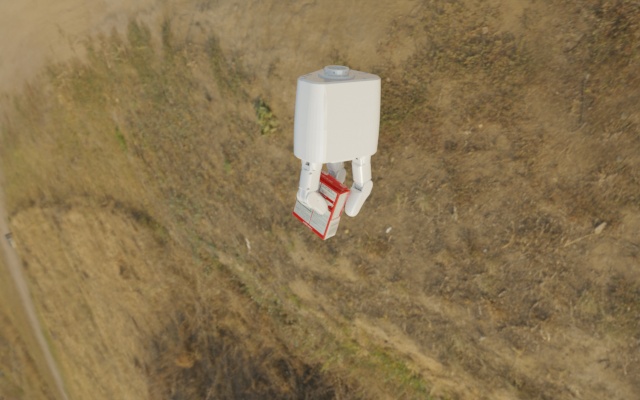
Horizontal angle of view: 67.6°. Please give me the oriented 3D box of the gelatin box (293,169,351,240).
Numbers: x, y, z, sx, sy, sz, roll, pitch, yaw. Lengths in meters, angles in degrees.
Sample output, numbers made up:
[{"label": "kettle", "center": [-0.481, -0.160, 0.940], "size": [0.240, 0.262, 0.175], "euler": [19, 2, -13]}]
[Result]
[{"label": "gelatin box", "center": [0.000, 0.003, 0.722], "size": [0.073, 0.089, 0.030], "euler": [37, 36, 29]}]
